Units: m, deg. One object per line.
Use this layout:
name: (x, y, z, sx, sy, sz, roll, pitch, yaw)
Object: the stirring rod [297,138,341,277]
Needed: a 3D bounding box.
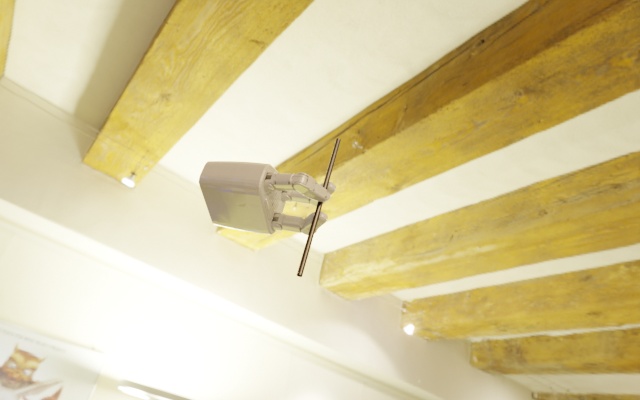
stirring rod: (0.000, 0.002, 0.709, 0.011, 0.239, 0.011, 12, -30, 7)
